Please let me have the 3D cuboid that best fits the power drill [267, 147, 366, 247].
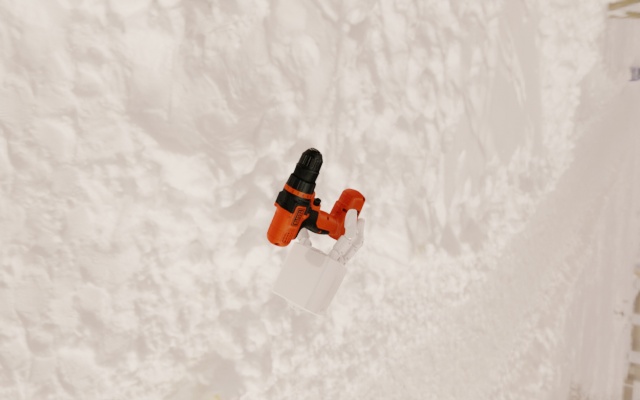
[{"bbox_3d":[0.000,0.003,0.881,0.188,0.184,0.057,11,19,-47],"label":"power drill"}]
